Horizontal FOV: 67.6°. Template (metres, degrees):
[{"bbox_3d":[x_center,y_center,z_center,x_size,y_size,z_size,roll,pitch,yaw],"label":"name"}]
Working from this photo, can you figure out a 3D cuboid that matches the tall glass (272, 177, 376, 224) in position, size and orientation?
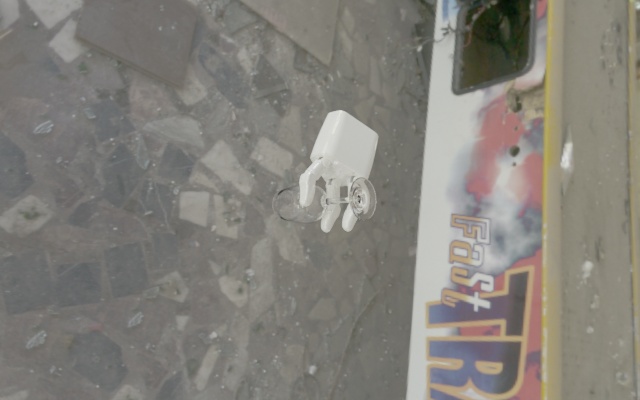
[{"bbox_3d":[0.001,0.003,0.883,0.201,0.079,0.079,-5,-3,42],"label":"tall glass"}]
